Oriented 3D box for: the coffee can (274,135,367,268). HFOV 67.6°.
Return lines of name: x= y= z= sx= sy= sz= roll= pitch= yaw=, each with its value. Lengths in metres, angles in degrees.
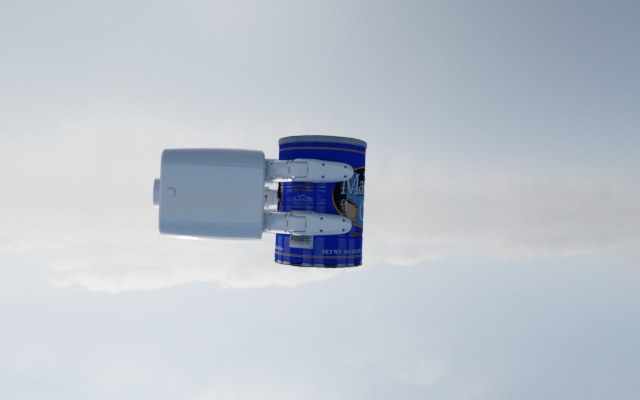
coffee can: x=0.000 y=0.002 z=0.550 sx=0.103 sy=0.140 sz=0.103 roll=2 pitch=-1 yaw=0
